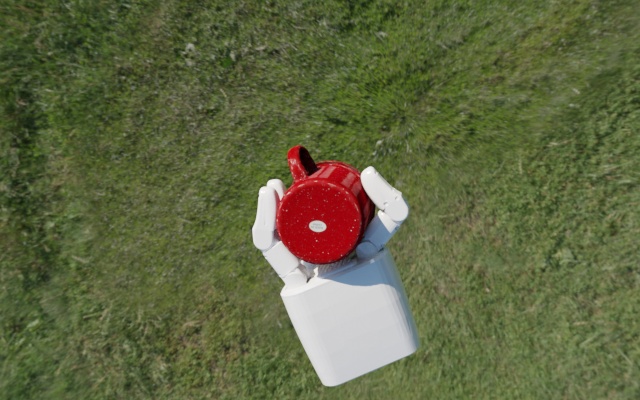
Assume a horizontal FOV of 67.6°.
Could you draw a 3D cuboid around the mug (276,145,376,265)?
[{"bbox_3d":[0.000,0.000,0.460,0.093,0.117,0.081,-22,7,13],"label":"mug"}]
